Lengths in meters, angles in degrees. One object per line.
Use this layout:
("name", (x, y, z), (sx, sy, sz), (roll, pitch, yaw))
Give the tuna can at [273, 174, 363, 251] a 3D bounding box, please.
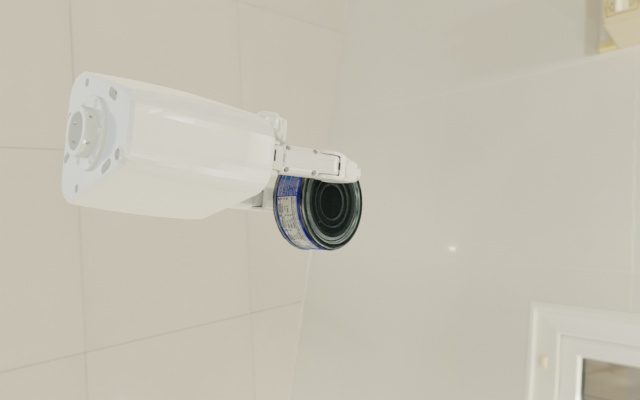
("tuna can", (0.001, 0.001, 0.421), (0.034, 0.086, 0.086), (-2, -1, 41))
